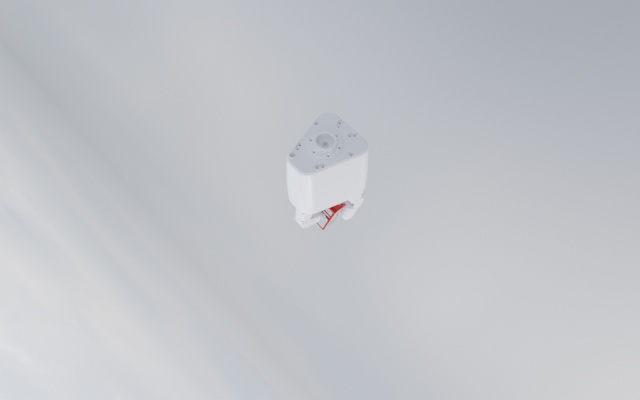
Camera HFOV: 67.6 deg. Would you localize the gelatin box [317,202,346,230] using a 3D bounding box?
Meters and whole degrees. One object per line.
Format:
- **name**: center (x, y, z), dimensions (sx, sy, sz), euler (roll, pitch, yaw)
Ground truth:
- **gelatin box**: center (0.000, 0.003, 0.815), dimensions (0.030, 0.073, 0.089), euler (-37, -10, -24)
